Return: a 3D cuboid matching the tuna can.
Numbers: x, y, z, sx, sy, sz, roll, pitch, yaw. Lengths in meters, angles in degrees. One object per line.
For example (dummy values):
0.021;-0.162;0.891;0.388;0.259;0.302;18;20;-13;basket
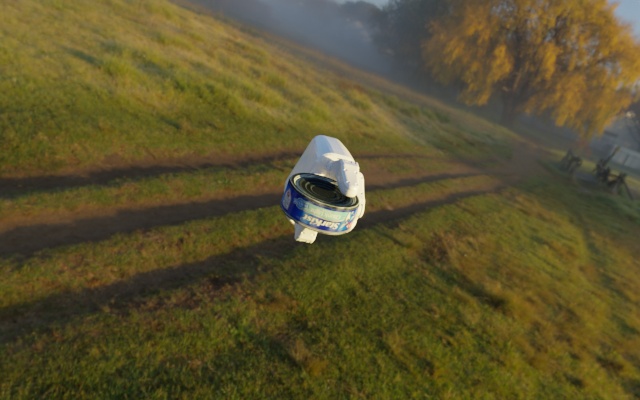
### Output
0.000;0.001;0.539;0.086;0.034;0.086;17;23;-8;tuna can
